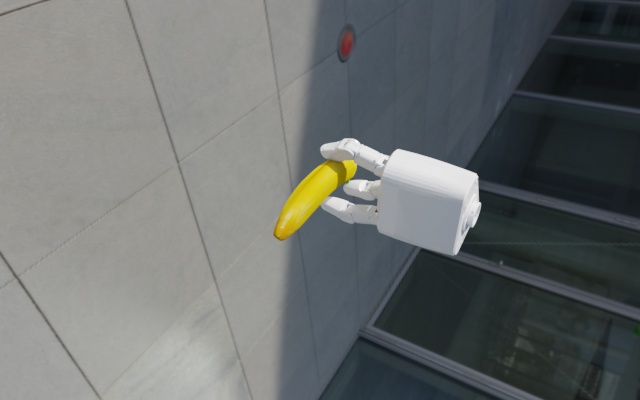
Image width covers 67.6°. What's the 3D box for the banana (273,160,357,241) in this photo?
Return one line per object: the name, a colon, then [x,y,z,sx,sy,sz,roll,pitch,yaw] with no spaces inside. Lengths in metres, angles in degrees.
banana: [0.004,-0.015,0.637,0.037,0.070,0.197,21,34,24]
